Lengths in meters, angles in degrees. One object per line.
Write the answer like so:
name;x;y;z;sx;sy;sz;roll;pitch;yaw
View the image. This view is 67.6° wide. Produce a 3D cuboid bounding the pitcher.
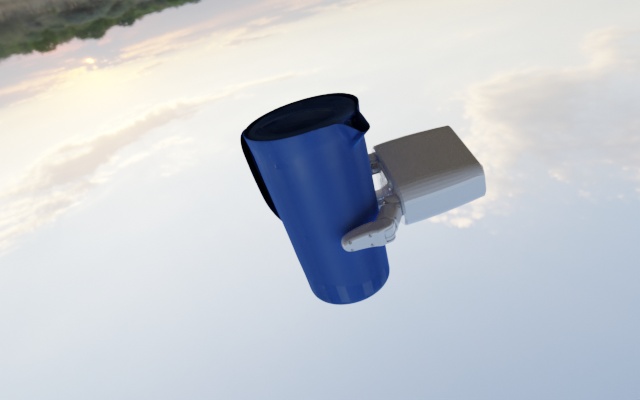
pitcher;0.000;0.002;0.584;0.145;0.243;0.149;-18;26;-3
